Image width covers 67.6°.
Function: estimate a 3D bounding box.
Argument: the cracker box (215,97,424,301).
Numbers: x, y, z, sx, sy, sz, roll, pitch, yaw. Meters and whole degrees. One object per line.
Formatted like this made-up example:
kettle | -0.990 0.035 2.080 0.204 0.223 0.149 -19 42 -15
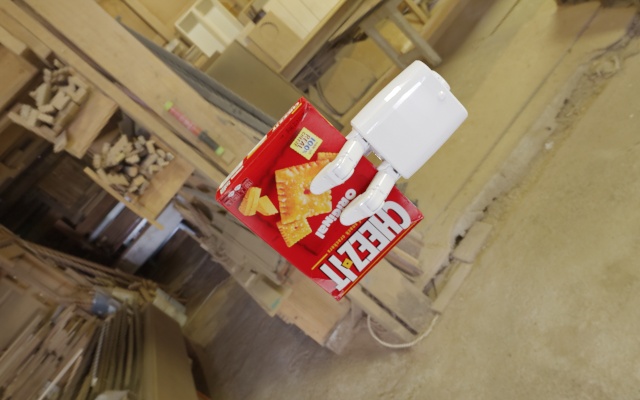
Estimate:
cracker box | 0.000 0.002 0.613 0.214 0.164 0.072 42 8 -17
